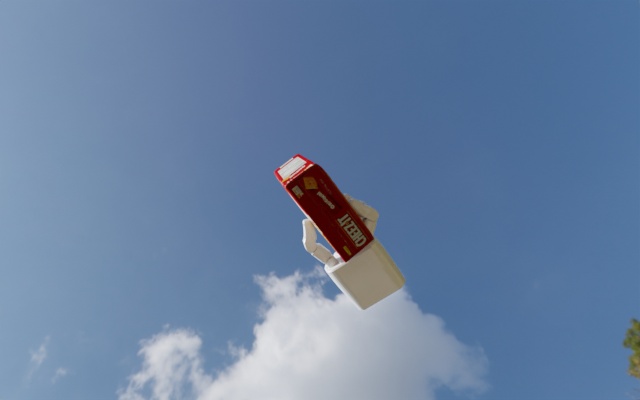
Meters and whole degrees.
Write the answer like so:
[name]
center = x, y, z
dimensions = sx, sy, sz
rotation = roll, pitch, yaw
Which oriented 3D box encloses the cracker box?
[cracker box]
center = 0.000, 0.003, 0.859
dimensions = 0.072, 0.164, 0.213
rotation = -39, 14, -2
